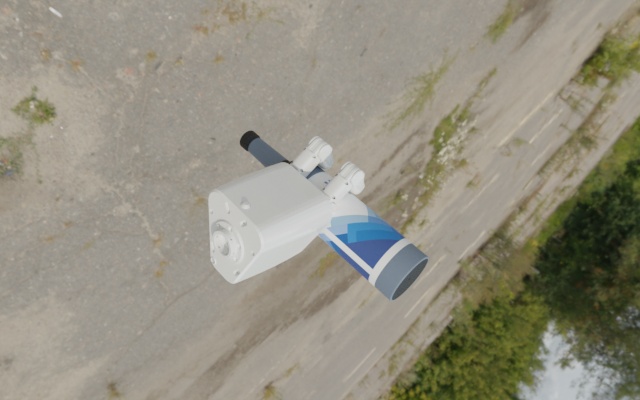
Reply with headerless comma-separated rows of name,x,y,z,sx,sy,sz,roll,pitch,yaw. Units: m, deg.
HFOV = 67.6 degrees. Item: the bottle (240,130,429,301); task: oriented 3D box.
bottle,0.000,0.002,0.603,0.295,0.069,0.069,41,19,24
